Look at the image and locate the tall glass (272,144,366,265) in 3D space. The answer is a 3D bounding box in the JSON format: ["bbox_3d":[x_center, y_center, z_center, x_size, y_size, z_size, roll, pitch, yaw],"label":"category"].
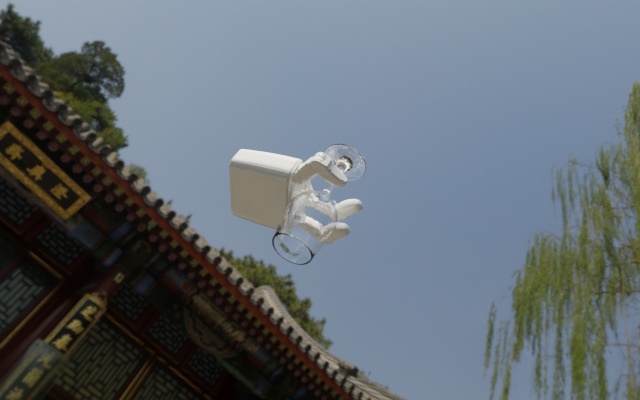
[{"bbox_3d":[0.001,0.002,0.716,0.079,0.079,0.201,0,41,31],"label":"tall glass"}]
